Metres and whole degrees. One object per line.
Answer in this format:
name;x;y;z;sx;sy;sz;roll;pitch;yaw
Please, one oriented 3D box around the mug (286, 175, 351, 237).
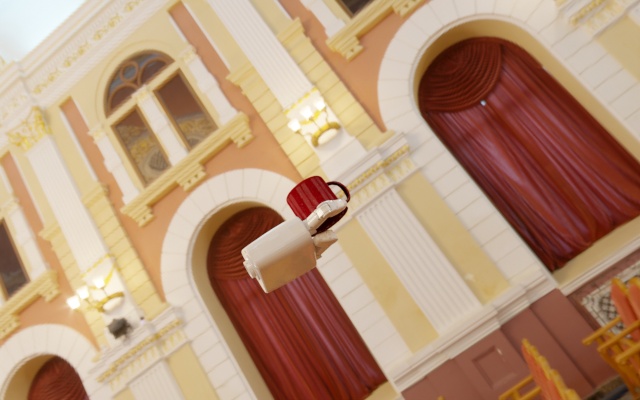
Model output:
mug;0.001;0.002;0.879;0.117;0.081;0.093;-30;-18;-17
